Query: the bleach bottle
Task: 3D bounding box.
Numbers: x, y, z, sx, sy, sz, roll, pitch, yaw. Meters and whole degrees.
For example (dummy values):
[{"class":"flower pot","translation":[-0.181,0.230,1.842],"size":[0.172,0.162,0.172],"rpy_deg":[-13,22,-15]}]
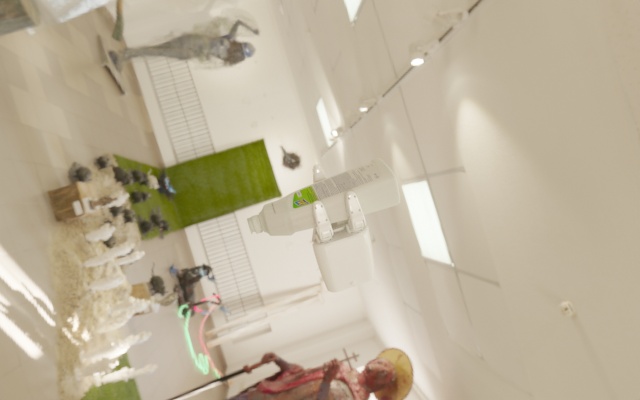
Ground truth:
[{"class":"bleach bottle","translation":[0.000,0.003,0.806],"size":[0.251,0.068,0.102],"rpy_deg":[-17,27,-6]}]
